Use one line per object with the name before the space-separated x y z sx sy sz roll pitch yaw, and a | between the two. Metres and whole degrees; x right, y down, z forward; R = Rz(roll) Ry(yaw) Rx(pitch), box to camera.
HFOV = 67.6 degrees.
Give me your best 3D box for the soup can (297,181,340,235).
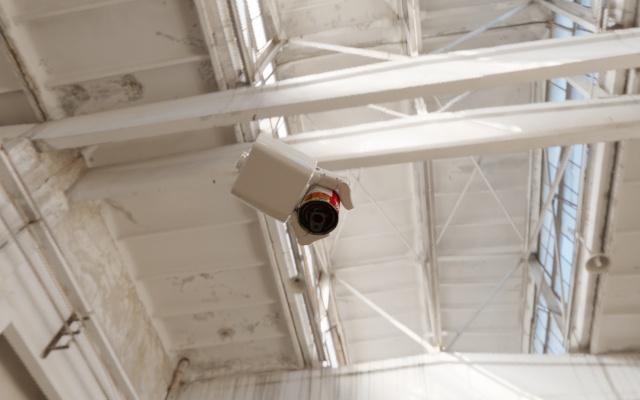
soup can | 0.001 0.003 0.806 0.068 0.068 0.102 0 31 6
